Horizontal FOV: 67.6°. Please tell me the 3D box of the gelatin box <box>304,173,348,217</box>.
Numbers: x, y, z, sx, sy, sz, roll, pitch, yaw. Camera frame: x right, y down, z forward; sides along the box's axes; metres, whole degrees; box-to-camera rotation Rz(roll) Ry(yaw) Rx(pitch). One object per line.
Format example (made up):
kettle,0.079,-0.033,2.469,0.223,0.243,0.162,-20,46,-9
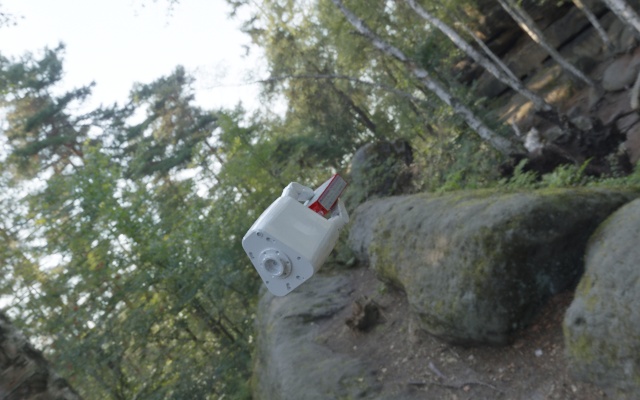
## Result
gelatin box,0.000,0.002,0.810,0.073,0.030,0.089,-38,12,44
